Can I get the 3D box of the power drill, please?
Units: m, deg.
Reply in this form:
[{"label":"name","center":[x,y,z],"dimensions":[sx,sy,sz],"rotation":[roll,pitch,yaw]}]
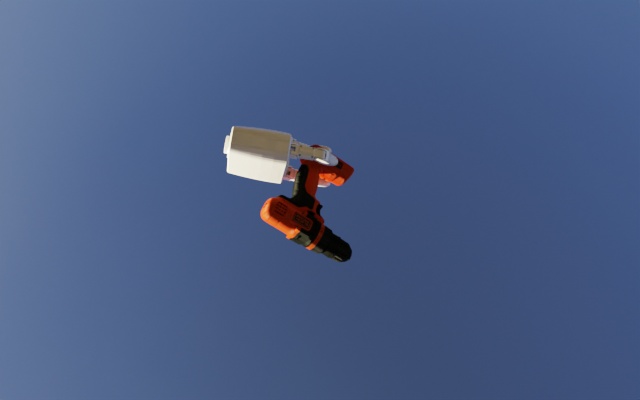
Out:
[{"label":"power drill","center":[0.000,0.002,0.883],"dimensions":[0.184,0.187,0.057],"rotation":[33,-35,-17]}]
